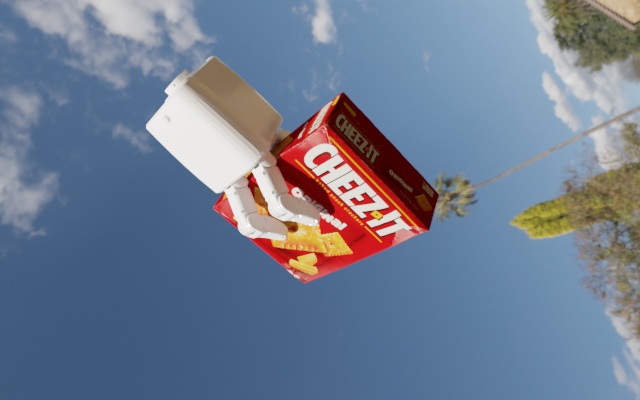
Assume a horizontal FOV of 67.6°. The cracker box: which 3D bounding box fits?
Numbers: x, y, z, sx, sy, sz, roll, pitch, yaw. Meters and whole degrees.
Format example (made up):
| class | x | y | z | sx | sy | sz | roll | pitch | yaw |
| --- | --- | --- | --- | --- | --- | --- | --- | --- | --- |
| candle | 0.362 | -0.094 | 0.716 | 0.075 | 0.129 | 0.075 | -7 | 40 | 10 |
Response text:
| class | x | y | z | sx | sy | sz | roll | pitch | yaw |
| --- | --- | --- | --- | --- | --- | --- | --- | --- | --- |
| cracker box | 0.000 | 0.002 | 0.563 | 0.164 | 0.072 | 0.214 | 43 | -46 | -18 |
